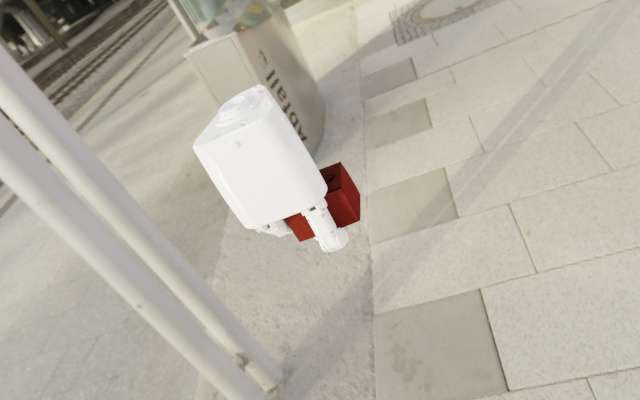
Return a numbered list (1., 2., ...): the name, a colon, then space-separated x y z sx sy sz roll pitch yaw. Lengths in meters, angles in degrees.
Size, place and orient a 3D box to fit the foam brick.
1. foam brick: 0.000 0.002 0.534 0.078 0.051 0.053 -21 32 16
